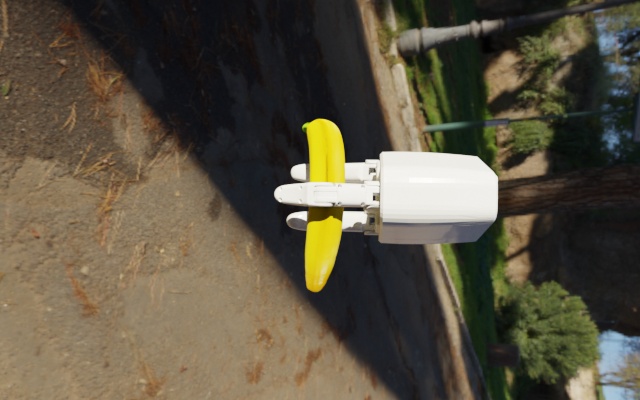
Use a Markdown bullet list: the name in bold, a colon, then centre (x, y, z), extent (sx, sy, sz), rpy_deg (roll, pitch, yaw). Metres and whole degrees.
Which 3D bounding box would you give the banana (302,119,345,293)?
- **banana**: centre (0.004, -0.009, 0.490), extent (0.037, 0.197, 0.070), rpy_deg (4, -24, -10)
